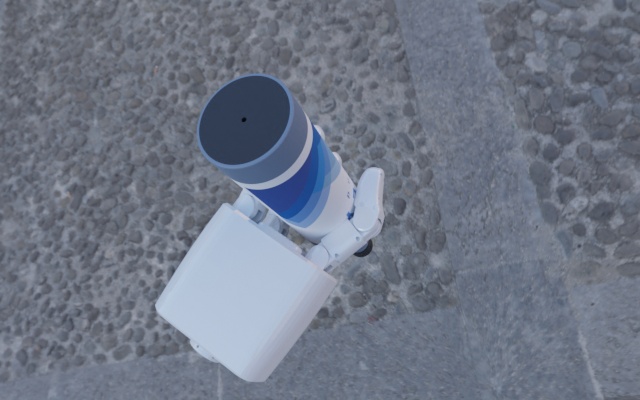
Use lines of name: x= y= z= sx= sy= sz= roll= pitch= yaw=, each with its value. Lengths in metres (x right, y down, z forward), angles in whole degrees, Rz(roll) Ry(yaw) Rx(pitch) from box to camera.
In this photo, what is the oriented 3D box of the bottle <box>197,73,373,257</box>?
bottle: x=0.000 y=0.001 z=0.421 sx=0.069 sy=0.069 sz=0.296 roll=0 pitch=-20 yaw=20
